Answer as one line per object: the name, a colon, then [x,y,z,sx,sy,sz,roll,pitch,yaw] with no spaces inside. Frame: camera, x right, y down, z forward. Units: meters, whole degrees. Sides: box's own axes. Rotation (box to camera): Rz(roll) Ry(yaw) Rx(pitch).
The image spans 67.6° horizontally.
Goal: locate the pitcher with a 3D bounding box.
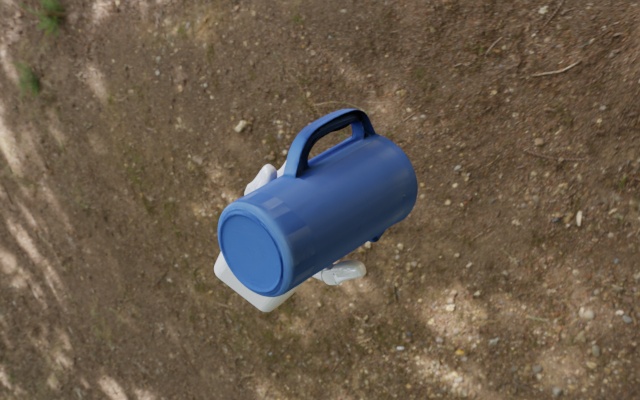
pitcher: [0.000,0.002,0.563,0.242,0.149,0.145,-29,-15,-46]
